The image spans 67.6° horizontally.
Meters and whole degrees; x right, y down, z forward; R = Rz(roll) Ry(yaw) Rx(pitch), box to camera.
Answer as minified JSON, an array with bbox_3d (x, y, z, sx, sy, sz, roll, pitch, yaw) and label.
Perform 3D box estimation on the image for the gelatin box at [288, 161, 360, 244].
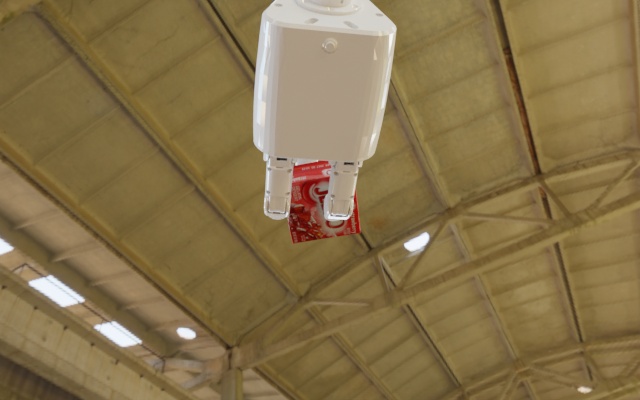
[{"bbox_3d":[0.000,0.001,0.481,0.073,0.030,0.089,-9,-44,0],"label":"gelatin box"}]
